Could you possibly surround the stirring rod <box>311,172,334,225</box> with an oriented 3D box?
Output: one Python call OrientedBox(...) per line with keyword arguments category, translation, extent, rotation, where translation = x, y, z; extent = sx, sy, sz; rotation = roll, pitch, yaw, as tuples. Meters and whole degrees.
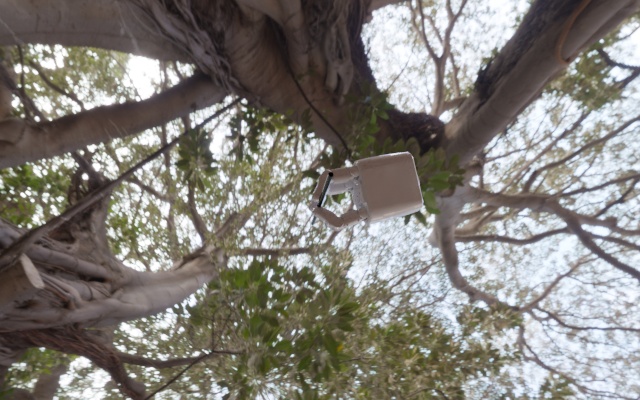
OrientedBox(category="stirring rod", translation=(0.000, 0.003, 0.826), extent=(0.011, 0.011, 0.240), rotation=(0, -20, -8))
